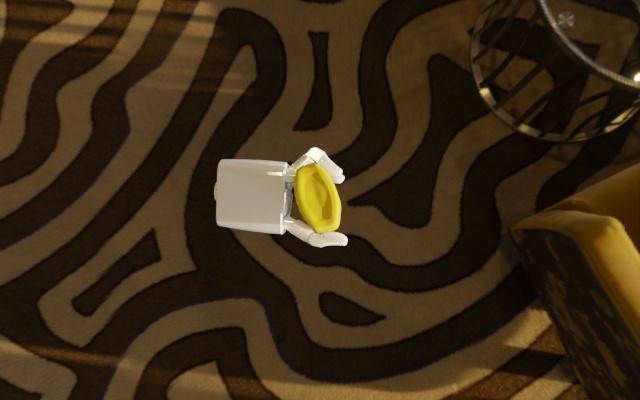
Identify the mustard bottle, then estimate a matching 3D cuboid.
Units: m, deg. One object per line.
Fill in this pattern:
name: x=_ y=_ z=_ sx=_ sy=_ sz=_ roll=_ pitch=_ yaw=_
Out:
mustard bottle: x=0.000 y=0.002 z=0.744 sx=0.058 sy=0.096 sz=0.191 roll=-19 pitch=-5 yaw=2
